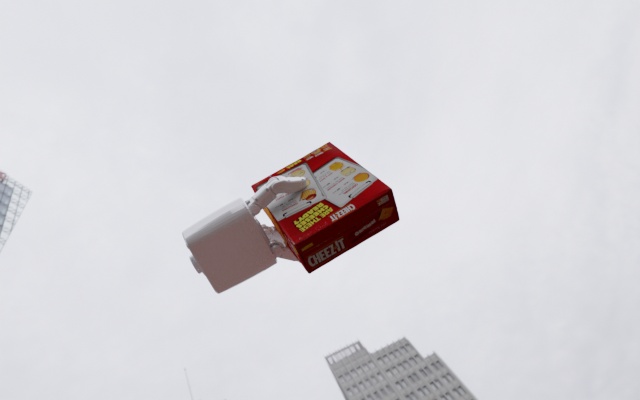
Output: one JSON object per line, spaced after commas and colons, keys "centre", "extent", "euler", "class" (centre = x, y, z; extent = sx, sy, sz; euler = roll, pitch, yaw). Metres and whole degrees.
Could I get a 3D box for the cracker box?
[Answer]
{"centre": [0.000, 0.002, 0.768], "extent": [0.164, 0.072, 0.213], "euler": [-30, 35, -10], "class": "cracker box"}
